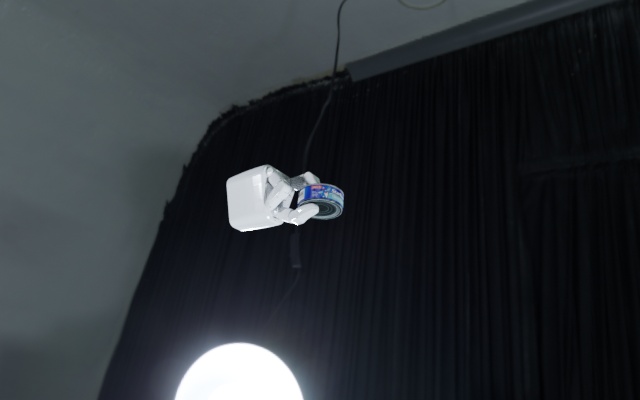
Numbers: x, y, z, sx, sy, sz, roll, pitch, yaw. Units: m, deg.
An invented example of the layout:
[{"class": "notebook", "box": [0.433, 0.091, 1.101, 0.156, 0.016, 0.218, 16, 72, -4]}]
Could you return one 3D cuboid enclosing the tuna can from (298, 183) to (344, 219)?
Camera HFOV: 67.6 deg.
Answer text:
[{"class": "tuna can", "box": [0.000, 0.003, 0.891, 0.086, 0.033, 0.086, 3, -28, 2]}]
